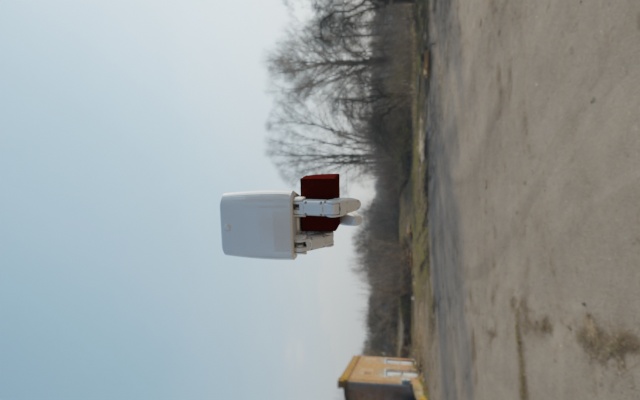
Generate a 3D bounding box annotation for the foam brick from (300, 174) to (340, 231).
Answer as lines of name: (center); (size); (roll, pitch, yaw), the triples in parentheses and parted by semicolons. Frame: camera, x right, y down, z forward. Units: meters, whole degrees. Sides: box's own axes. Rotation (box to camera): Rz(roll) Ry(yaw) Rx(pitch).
foam brick: (0.000, 0.002, 0.694); (0.051, 0.078, 0.053); (1, 10, 9)
